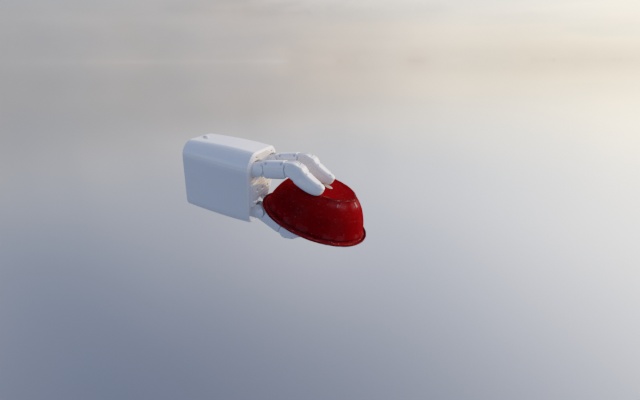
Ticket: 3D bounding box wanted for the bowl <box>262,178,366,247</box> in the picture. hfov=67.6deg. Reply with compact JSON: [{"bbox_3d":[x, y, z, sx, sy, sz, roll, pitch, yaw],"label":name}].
[{"bbox_3d":[0.002,0.002,0.697,0.162,0.055,0.162,18,21,-7],"label":"bowl"}]
